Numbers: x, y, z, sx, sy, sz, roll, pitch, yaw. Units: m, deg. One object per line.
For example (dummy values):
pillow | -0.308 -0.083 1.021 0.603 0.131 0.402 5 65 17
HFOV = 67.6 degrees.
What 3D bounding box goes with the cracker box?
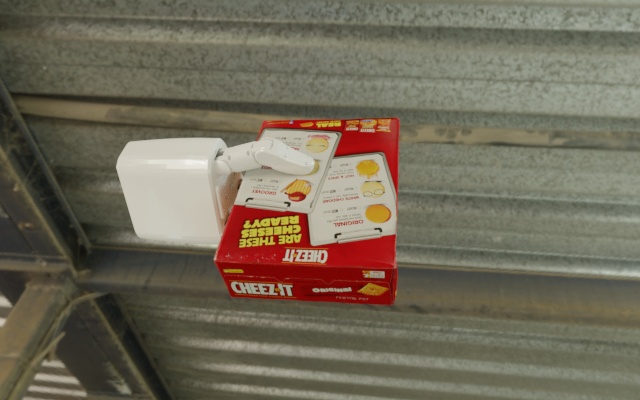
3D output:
cracker box | 0.000 0.001 0.507 0.164 0.213 0.072 1 -44 10
